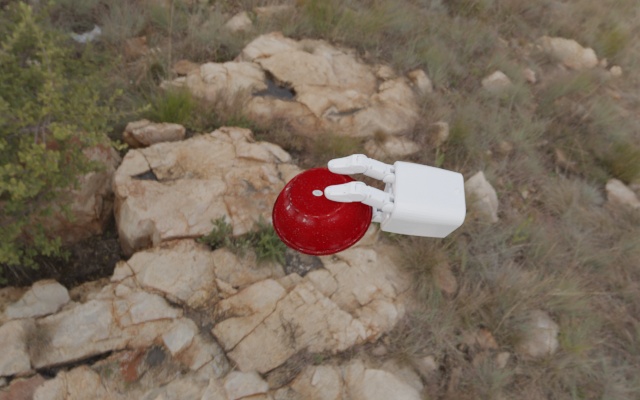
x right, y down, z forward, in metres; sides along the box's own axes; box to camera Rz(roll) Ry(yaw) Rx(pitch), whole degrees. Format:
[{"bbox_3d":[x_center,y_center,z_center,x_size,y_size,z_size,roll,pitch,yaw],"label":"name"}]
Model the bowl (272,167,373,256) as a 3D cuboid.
[{"bbox_3d":[-0.001,0.002,0.737,0.162,0.162,0.055,0,-35,7],"label":"bowl"}]
